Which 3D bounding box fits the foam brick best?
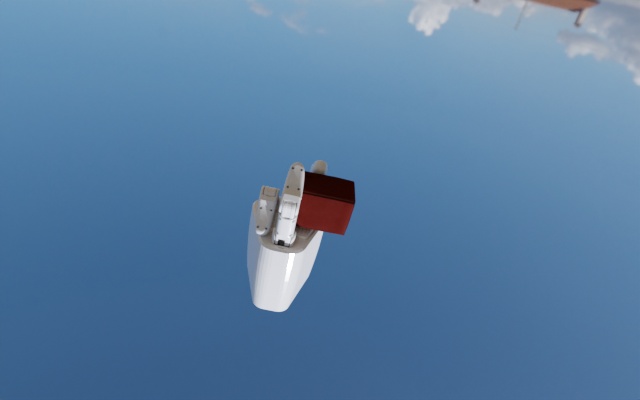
[{"bbox_3d":[0.000,0.002,0.592,0.078,0.051,0.053,12,31,-2],"label":"foam brick"}]
